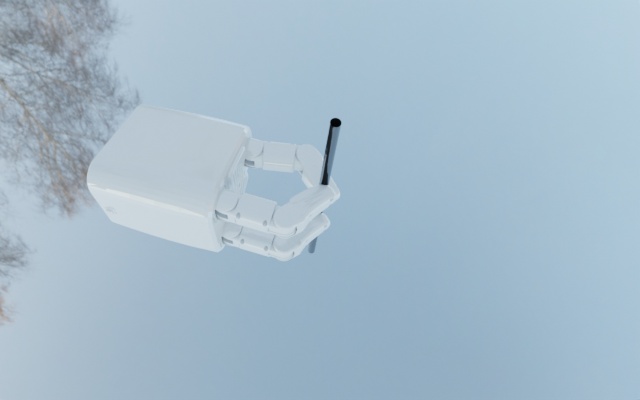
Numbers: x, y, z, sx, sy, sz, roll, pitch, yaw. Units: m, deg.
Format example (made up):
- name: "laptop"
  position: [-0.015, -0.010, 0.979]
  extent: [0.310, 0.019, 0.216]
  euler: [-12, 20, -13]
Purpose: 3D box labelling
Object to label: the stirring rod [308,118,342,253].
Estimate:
- name: "stirring rod"
  position: [0.000, 0.001, 0.433]
  extent: [0.011, 0.011, 0.240]
  euler: [0, -27, -6]
